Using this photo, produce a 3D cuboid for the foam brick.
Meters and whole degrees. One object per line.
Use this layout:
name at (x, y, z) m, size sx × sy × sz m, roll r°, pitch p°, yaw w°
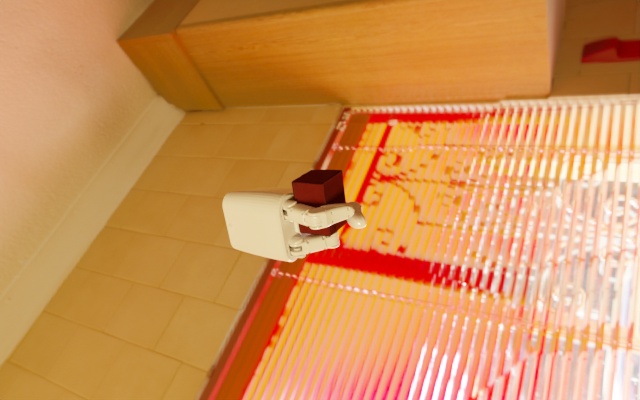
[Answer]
foam brick at (0.000, 0.002, 0.647) m, size 0.051 × 0.078 × 0.053 m, roll 6°, pitch 25°, yaw 32°
